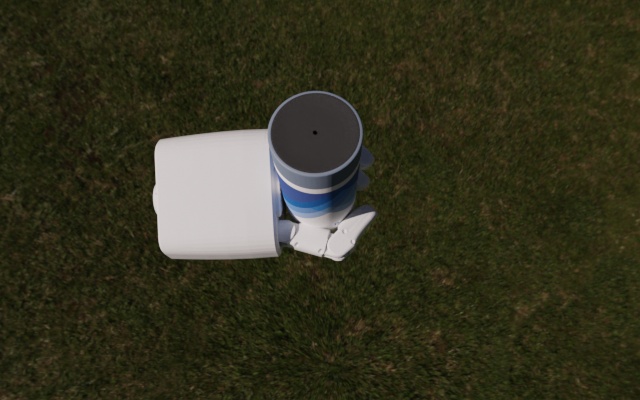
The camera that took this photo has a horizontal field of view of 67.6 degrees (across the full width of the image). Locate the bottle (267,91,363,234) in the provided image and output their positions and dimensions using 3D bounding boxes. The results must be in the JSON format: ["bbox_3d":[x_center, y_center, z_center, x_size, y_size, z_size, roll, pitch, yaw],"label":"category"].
[{"bbox_3d":[0.000,0.001,0.467,0.069,0.069,0.296,0,-19,2],"label":"bottle"}]
